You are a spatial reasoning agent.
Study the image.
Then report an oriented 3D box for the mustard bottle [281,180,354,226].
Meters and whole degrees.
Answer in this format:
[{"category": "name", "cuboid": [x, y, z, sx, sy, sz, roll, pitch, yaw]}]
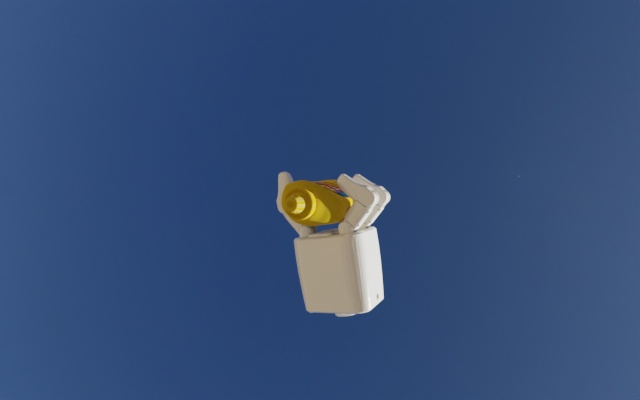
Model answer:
[{"category": "mustard bottle", "cuboid": [0.000, 0.002, 0.663, 0.096, 0.058, 0.191, 18, 9, 21]}]
